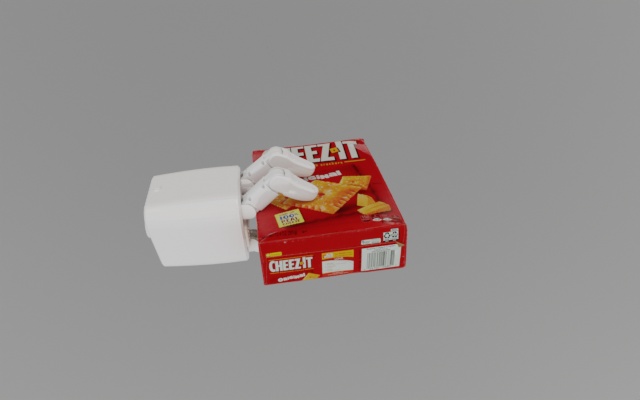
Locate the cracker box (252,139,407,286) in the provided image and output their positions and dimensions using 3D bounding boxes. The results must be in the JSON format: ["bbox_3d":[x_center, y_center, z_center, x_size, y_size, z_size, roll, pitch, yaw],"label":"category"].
[{"bbox_3d":[0.000,0.002,0.603,0.164,0.072,0.213,-7,35,-6],"label":"cracker box"}]
